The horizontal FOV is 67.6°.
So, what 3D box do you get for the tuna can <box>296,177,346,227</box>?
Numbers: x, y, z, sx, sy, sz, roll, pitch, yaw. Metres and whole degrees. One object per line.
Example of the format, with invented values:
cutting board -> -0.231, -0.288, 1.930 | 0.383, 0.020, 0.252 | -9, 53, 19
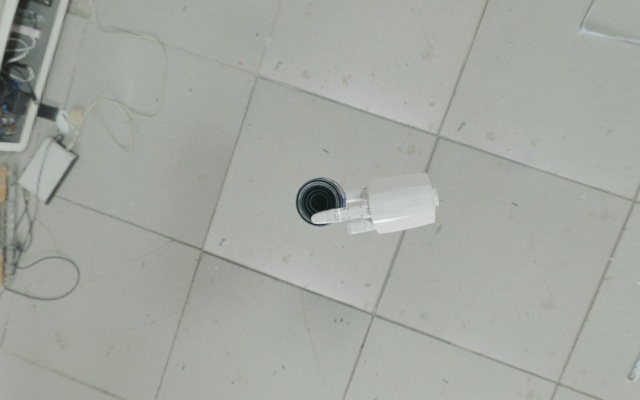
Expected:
tuna can -> 0.000, 0.003, 0.837 | 0.086, 0.086, 0.034 | 0, 5, 13
